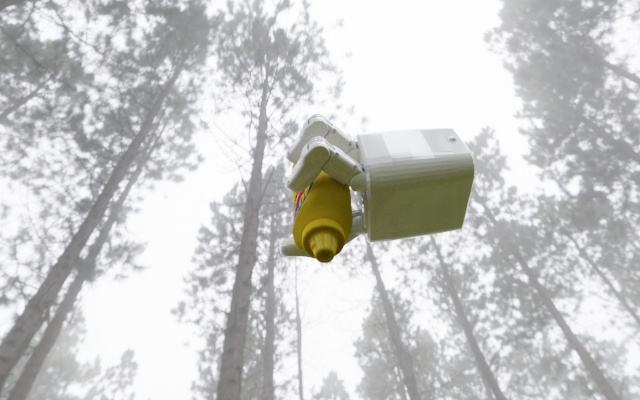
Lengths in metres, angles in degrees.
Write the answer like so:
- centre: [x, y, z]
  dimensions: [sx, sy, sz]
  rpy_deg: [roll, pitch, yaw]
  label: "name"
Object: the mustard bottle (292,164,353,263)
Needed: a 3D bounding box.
- centre: [0.000, 0.002, 0.514]
  dimensions: [0.058, 0.096, 0.191]
  rpy_deg: [15, 29, -12]
  label: "mustard bottle"
